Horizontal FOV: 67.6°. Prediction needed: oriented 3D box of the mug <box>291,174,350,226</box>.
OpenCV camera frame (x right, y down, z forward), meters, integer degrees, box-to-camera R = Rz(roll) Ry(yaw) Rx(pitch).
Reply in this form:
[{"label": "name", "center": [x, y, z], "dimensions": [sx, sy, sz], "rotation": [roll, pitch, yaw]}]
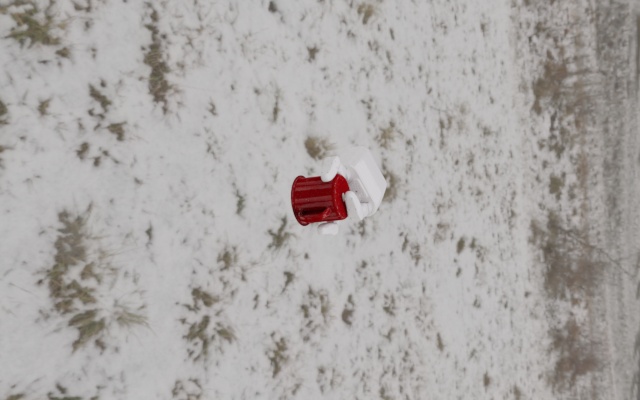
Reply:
[{"label": "mug", "center": [0.000, 0.003, 0.838], "dimensions": [0.081, 0.093, 0.117], "rotation": [-5, 27, 24]}]
